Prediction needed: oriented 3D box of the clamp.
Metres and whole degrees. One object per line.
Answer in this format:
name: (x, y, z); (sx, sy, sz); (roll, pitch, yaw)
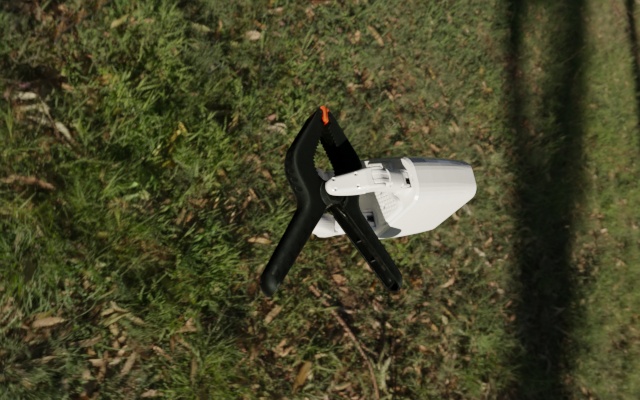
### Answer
clamp: (0.001, 0.001, 0.496); (0.164, 0.210, 0.036); (-3, -15, -35)
